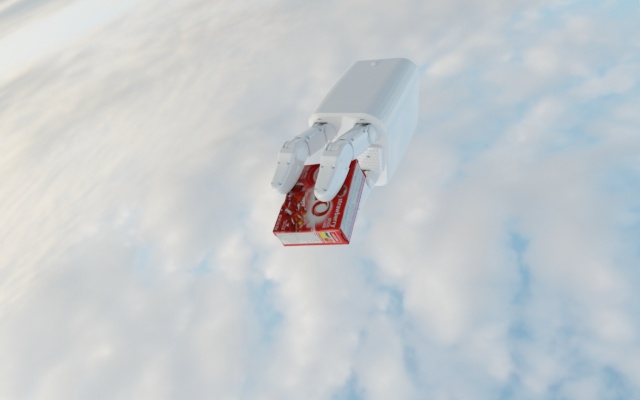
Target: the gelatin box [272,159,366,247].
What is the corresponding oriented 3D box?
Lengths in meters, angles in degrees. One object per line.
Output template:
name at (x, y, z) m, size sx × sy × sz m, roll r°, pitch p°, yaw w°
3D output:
gelatin box at (0.000, 0.002, 0.476) m, size 0.073 × 0.089 × 0.030 m, roll -4°, pitch -39°, yaw 28°
